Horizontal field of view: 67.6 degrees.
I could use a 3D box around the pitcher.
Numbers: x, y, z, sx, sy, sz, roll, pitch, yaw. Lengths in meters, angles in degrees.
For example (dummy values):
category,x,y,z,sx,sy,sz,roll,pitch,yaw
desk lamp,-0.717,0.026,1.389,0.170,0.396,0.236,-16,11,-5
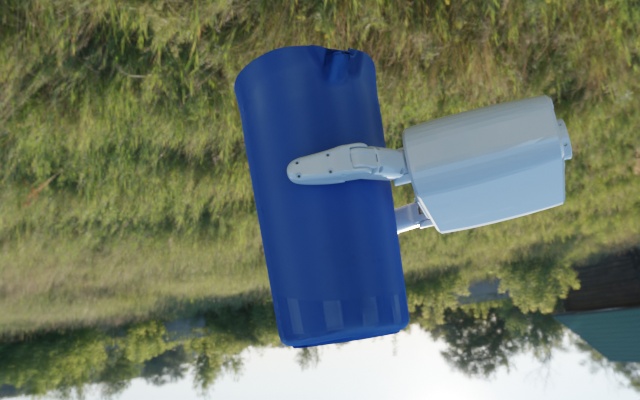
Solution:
category,x,y,z,sx,sy,sz,roll,pitch,yaw
pitcher,0.000,0.001,0.430,0.145,0.242,0.149,-14,-16,21
